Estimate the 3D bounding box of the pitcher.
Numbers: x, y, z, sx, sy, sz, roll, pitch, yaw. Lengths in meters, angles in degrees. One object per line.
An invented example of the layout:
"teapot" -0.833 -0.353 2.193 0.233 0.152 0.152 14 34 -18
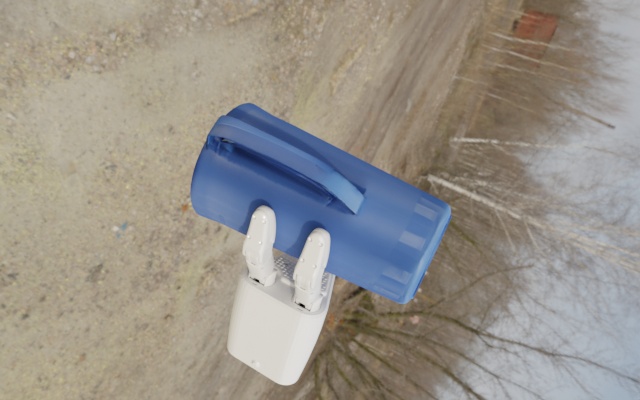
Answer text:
"pitcher" 0.000 0.002 0.479 0.243 0.145 0.149 25 29 14
